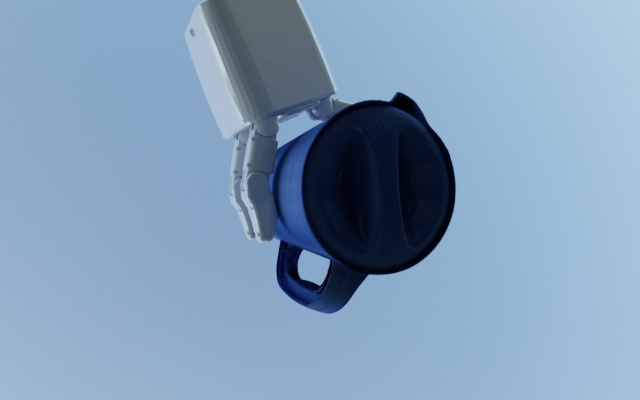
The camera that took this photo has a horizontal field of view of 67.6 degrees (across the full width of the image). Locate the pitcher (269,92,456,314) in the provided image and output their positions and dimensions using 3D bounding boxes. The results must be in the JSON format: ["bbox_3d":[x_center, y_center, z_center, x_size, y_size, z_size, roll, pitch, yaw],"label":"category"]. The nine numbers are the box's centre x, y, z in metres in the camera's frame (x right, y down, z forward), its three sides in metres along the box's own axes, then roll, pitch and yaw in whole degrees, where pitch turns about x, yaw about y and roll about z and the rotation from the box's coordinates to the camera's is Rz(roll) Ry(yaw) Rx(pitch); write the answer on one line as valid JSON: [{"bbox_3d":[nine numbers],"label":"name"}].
[{"bbox_3d":[0.000,0.001,0.462,0.149,0.145,0.243,-25,8,-21],"label":"pitcher"}]
